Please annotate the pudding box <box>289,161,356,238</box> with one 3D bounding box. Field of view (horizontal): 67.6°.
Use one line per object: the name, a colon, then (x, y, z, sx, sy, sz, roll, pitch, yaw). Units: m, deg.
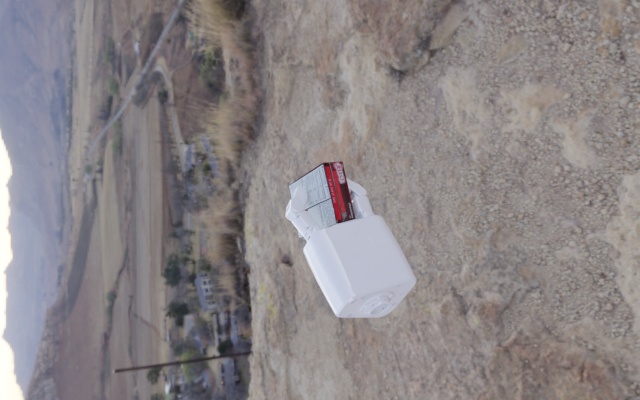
pudding box: (0.000, 0.002, 0.695, 0.039, 0.090, 0.113, -4, -13, -34)
